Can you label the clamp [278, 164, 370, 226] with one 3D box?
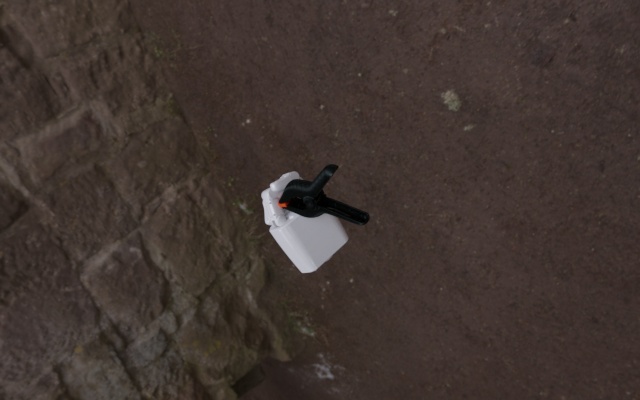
[{"bbox_3d":[0.000,0.003,0.797,0.171,0.120,0.039,-12,29,51],"label":"clamp"}]
